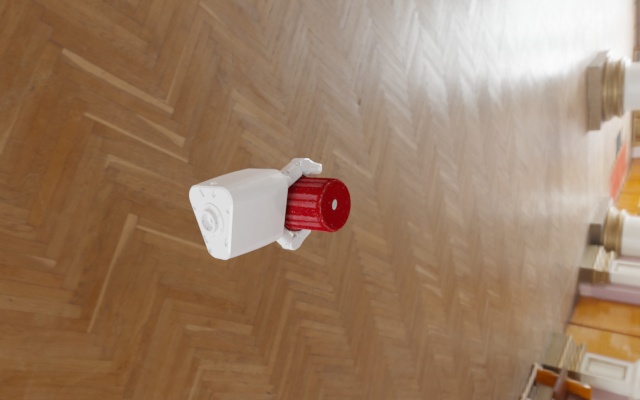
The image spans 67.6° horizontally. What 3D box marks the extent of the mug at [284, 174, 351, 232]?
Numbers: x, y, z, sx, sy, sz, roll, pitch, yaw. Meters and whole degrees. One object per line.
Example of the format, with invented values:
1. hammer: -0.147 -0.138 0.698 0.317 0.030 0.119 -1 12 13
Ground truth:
1. mug: 0.001 0.002 0.745 0.081 0.093 0.117 4 18 39
